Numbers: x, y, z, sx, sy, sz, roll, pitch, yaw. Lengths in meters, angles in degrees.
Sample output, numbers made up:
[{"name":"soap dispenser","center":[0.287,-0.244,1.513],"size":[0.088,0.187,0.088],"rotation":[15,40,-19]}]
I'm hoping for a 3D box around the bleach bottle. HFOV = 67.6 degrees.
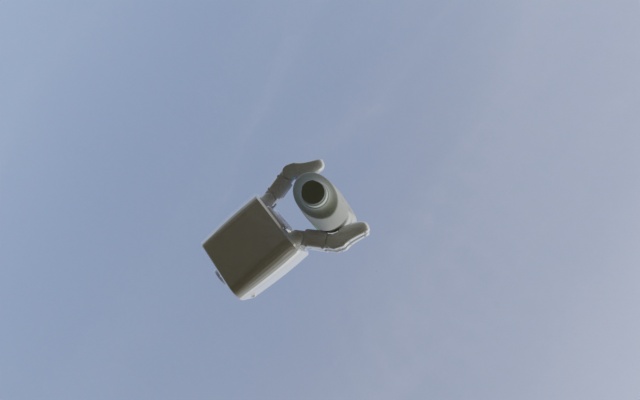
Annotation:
[{"name":"bleach bottle","center":[0.000,0.002,0.673],"size":[0.068,0.102,0.251],"rotation":[-40,-11,0]}]
